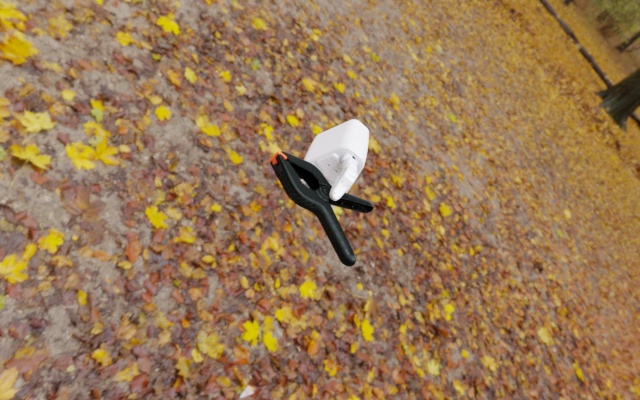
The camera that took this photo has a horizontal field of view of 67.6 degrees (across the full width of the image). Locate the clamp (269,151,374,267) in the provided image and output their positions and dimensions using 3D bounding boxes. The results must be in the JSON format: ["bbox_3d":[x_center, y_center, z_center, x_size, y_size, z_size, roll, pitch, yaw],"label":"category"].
[{"bbox_3d":[0.000,0.002,0.778,0.210,0.164,0.036,38,-54,-17],"label":"clamp"}]
